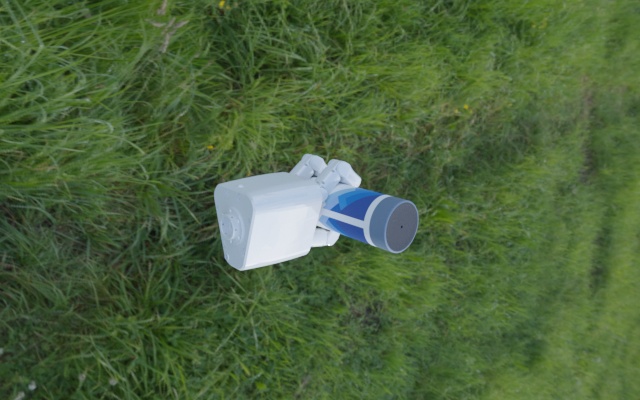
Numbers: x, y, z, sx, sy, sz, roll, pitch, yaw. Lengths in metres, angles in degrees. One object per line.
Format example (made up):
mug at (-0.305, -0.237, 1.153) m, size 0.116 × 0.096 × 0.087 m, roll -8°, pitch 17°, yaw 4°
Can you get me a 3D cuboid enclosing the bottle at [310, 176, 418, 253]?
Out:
bottle at (0.000, 0.002, 0.684) m, size 0.069 × 0.069 × 0.295 m, roll 0°, pitch 12°, yaw -44°
